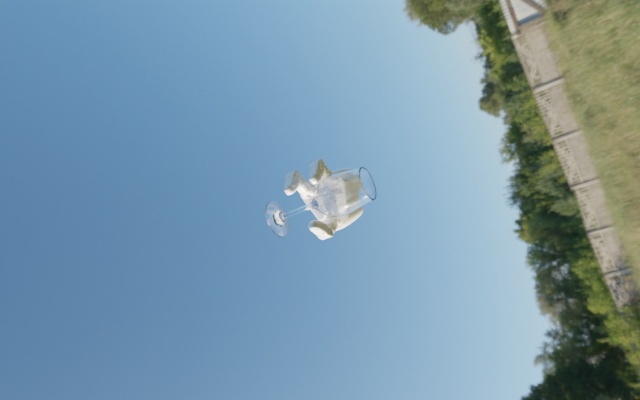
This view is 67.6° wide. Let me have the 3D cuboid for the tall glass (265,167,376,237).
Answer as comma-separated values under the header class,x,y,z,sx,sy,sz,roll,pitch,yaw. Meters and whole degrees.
class,x,y,z,sx,sy,sz,roll,pitch,yaw
tall glass,0.000,0.003,0.876,0.201,0.079,0.079,-21,-10,26
